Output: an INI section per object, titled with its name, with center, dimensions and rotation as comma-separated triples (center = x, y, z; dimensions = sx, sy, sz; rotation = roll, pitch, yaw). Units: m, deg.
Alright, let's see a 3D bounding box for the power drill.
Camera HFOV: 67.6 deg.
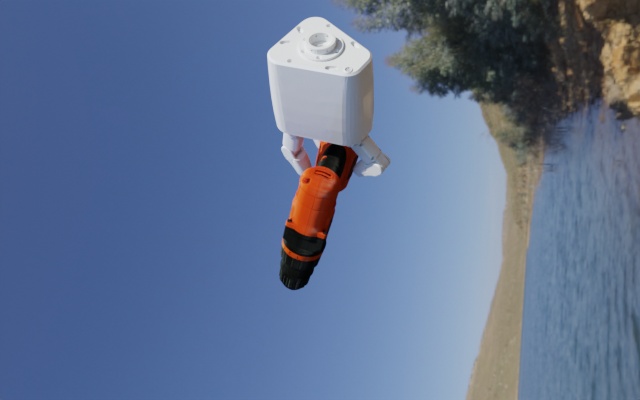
[power drill]
center = 0.000, 0.002, 0.617
dimensions = 0.057, 0.185, 0.187
rotation = 19, 39, 1
